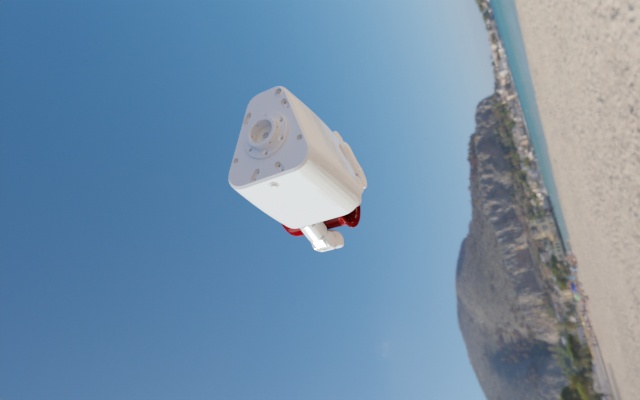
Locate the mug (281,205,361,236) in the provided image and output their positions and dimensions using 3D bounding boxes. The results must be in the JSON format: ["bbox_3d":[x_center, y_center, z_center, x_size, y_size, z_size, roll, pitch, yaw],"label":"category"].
[{"bbox_3d":[0.001,0.003,0.605,0.081,0.093,0.117,-16,-29,23],"label":"mug"}]
